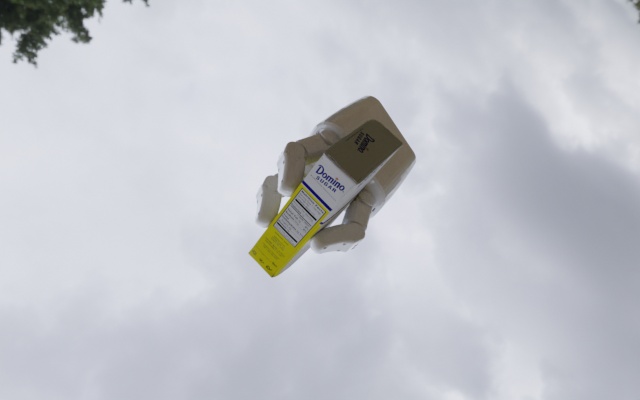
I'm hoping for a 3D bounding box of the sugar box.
[{"bbox_3d":[0.000,0.001,0.477,0.093,0.048,0.176,-40,-10,-46],"label":"sugar box"}]
